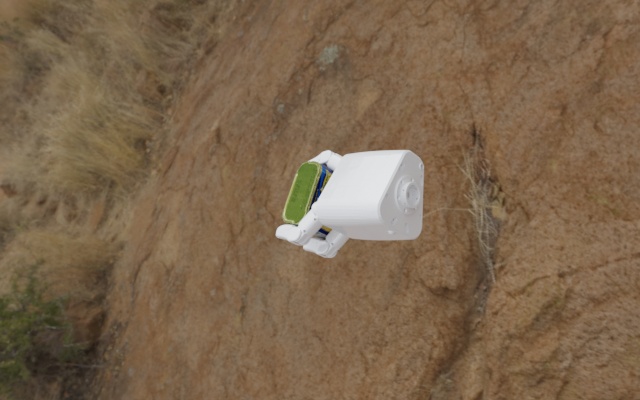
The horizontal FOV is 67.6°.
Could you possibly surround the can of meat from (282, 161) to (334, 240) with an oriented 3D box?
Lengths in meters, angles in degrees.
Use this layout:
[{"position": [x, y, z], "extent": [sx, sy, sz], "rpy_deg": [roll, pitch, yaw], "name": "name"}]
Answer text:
[{"position": [0.000, 0.002, 0.702], "extent": [0.084, 0.102, 0.057], "rpy_deg": [28, -16, -40], "name": "can of meat"}]
